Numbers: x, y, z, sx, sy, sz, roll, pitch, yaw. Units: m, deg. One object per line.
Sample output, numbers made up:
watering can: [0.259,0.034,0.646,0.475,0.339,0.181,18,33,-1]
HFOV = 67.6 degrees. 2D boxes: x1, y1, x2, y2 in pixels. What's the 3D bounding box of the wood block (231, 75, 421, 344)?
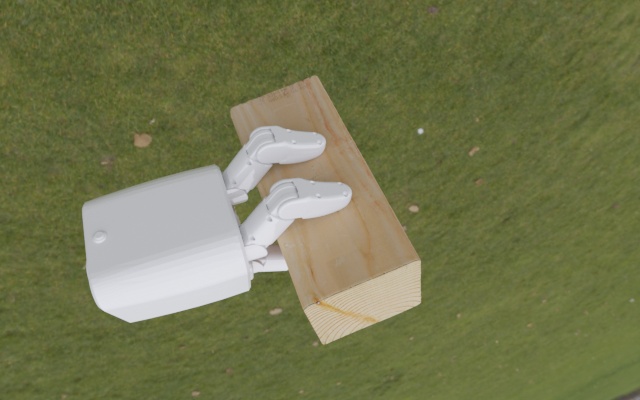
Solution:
wood block: [0.000,0.002,0.414,0.090,0.206,0.091,-22,-33,-3]
